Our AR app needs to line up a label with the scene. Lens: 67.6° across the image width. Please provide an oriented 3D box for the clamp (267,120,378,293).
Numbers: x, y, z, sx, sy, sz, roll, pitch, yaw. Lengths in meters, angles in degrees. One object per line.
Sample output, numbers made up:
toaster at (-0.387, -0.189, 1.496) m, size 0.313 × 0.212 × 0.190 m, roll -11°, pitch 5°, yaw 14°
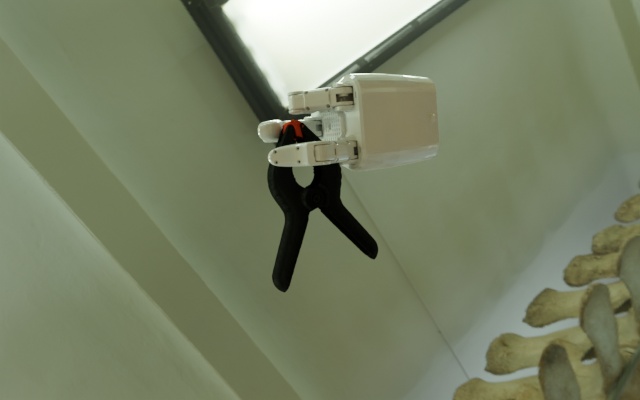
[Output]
clamp at (0.000, 0.001, 0.497) m, size 0.120 × 0.171 × 0.039 m, roll -8°, pitch 7°, yaw -28°
